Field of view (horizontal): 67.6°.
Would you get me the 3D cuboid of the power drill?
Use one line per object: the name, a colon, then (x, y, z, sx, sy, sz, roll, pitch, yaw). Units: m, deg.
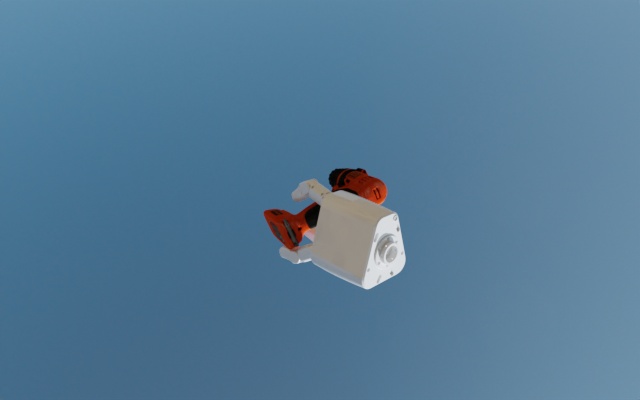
power drill: (0.000, 0.003, 0.812, 0.187, 0.057, 0.184, -30, 17, -12)
